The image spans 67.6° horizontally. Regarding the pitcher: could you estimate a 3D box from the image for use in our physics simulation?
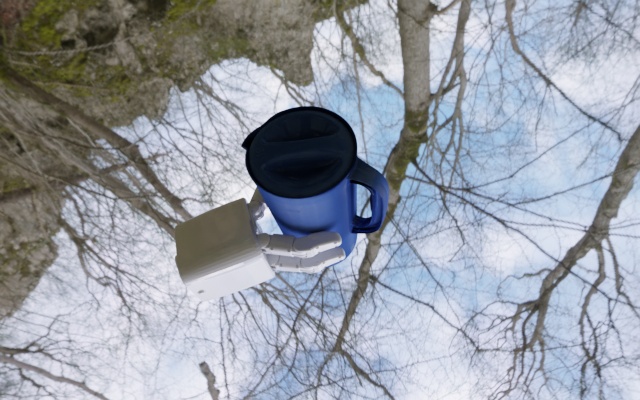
[{"bbox_3d":[0.000,0.002,0.648,0.145,0.149,0.243,-23,-31,-5],"label":"pitcher"}]
